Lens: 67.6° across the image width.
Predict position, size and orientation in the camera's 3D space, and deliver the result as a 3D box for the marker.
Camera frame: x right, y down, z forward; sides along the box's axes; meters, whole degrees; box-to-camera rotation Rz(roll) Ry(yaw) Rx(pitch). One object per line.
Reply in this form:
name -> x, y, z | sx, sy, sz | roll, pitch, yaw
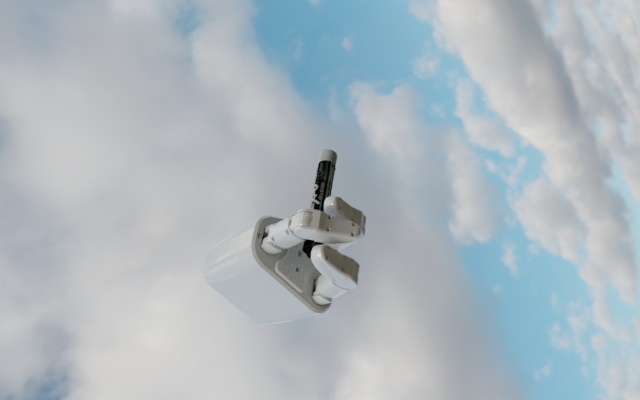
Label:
marker -> 0.000, 0.002, 0.468 | 0.020, 0.121, 0.020 | 7, -33, 4
